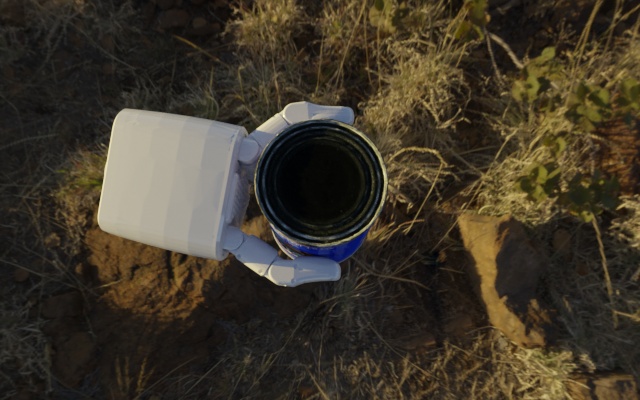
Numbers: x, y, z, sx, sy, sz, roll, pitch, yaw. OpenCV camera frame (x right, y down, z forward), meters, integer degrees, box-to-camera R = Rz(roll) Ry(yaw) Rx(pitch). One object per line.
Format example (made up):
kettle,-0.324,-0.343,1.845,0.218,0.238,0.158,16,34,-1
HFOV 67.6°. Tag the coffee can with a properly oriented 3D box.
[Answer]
coffee can,0.000,0.002,0.430,0.103,0.102,0.140,0,-14,-1
